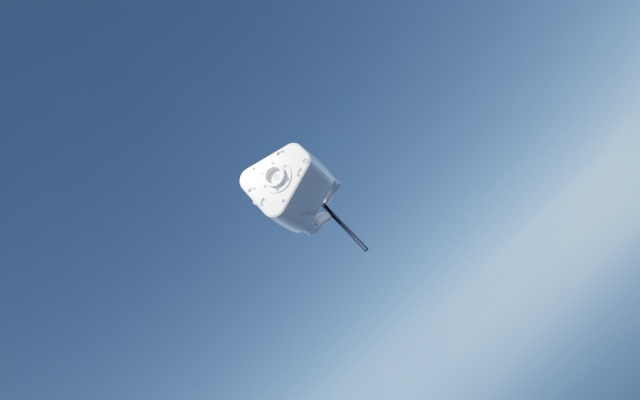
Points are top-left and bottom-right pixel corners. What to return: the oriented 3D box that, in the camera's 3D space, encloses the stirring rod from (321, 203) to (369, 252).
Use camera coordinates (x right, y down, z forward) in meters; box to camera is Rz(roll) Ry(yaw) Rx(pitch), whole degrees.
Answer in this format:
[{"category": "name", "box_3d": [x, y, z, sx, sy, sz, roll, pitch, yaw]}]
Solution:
[{"category": "stirring rod", "box_3d": [0.000, 0.003, 0.842, 0.239, 0.011, 0.011, 46, 22, 23]}]
